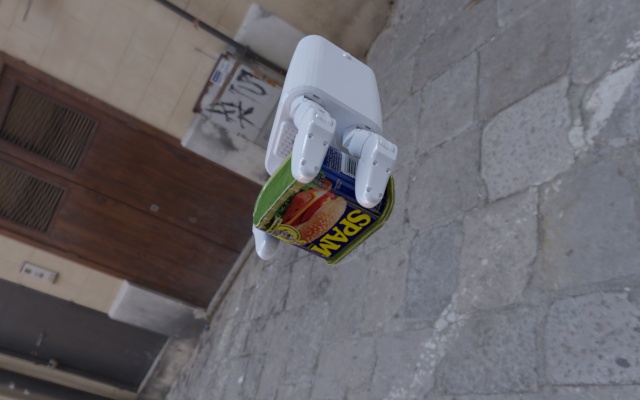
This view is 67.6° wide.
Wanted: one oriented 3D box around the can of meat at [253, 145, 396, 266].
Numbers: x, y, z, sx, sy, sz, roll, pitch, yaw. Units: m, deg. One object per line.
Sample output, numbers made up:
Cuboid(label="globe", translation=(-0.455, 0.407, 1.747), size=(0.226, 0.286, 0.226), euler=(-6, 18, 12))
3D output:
Cuboid(label="can of meat", translation=(0.000, 0.001, 0.412), size=(0.084, 0.057, 0.102), euler=(26, -46, -20))
